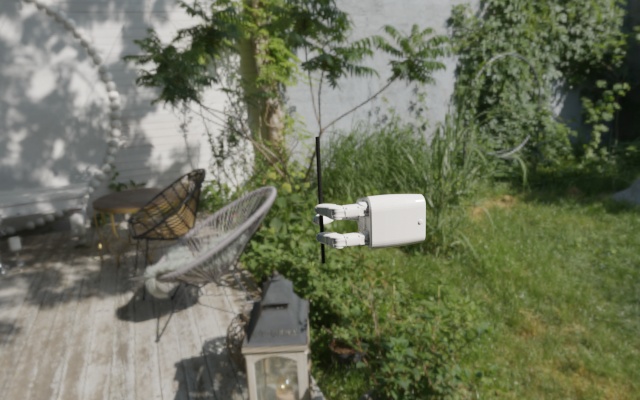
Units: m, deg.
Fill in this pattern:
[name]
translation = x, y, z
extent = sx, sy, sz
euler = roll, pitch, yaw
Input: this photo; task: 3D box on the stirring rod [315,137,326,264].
[stirring rod]
translation = 0.000, 0.003, 0.880
extent = 0.011, 0.239, 0.011
euler = -3, 15, 1
